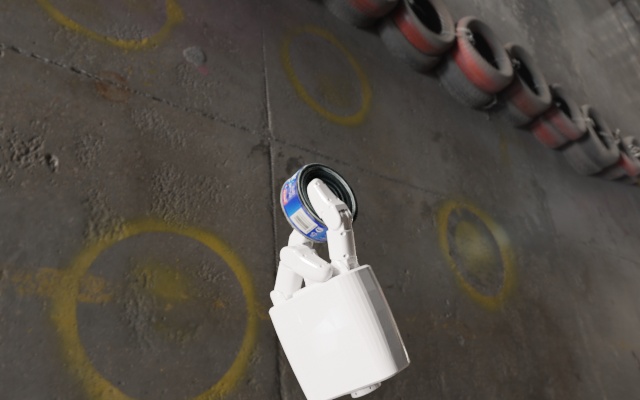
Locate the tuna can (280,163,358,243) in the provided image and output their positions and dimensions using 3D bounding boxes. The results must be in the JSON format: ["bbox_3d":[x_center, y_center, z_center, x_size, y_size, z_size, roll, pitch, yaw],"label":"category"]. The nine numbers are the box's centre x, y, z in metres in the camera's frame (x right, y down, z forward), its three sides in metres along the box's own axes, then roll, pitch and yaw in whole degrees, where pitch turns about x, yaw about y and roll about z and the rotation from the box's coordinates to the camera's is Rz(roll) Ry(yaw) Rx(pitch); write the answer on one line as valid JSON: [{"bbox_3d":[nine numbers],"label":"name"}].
[{"bbox_3d":[0.000,0.001,0.530,0.086,0.086,0.034,0,-29,-42],"label":"tuna can"}]
